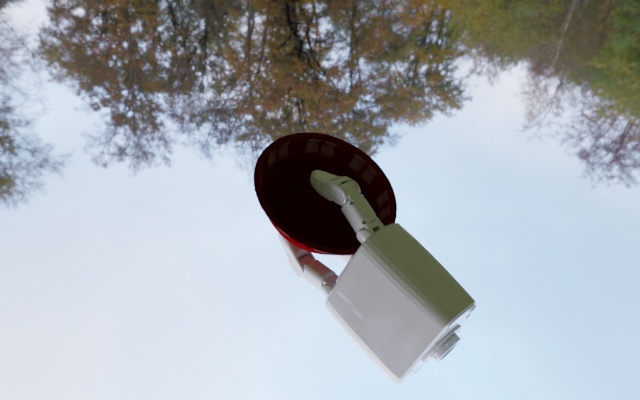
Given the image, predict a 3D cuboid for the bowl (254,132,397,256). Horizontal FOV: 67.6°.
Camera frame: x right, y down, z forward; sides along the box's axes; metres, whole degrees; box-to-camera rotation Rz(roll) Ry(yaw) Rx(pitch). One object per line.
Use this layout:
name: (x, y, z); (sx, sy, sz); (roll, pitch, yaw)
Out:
bowl: (-0.001, 0.001, 0.528); (0.162, 0.162, 0.055); (0, -35, -23)
